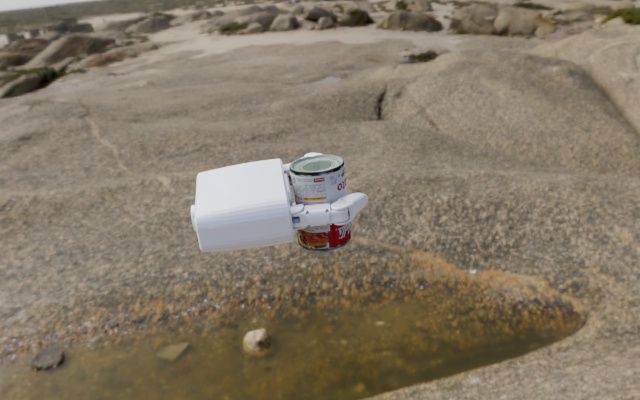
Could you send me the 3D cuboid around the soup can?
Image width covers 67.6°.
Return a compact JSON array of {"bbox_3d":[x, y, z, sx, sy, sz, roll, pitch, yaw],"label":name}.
[{"bbox_3d":[0.001,0.002,0.585,0.068,0.102,0.068,-5,23,2],"label":"soup can"}]
